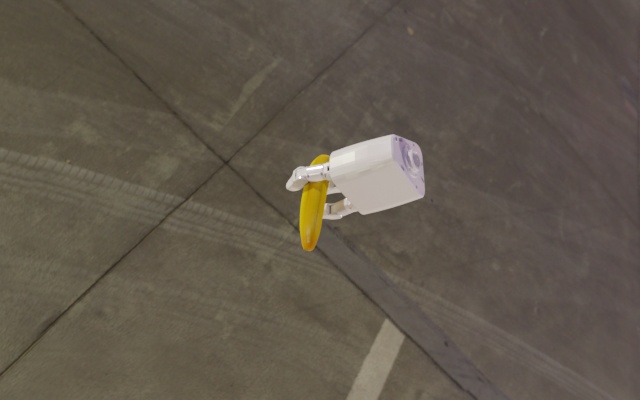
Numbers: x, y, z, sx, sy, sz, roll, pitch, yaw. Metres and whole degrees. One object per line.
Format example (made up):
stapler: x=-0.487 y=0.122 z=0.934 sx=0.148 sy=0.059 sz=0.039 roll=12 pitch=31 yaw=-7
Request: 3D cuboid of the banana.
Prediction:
banana: x=-0.004 y=-0.013 z=0.769 sx=0.037 sy=0.197 sz=0.070 roll=-2 pitch=-45 yaw=17
